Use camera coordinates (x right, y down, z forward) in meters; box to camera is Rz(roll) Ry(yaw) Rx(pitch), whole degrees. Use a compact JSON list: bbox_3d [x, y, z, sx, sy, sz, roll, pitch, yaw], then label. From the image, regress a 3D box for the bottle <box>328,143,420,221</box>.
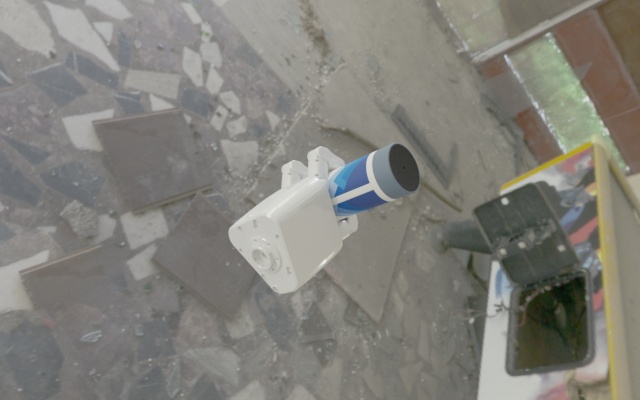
[{"bbox_3d":[0.000,0.002,0.680,0.296,0.069,0.069,-22,-15,41],"label":"bottle"}]
